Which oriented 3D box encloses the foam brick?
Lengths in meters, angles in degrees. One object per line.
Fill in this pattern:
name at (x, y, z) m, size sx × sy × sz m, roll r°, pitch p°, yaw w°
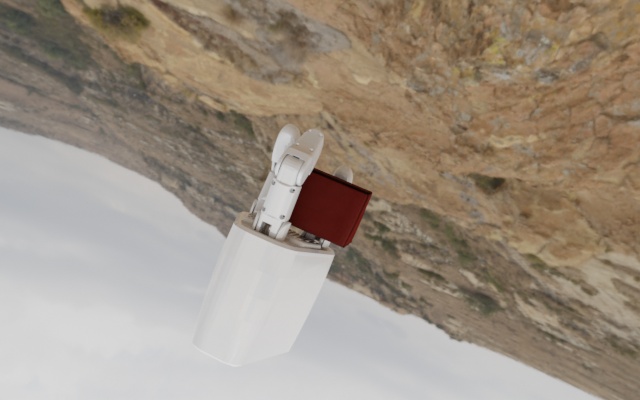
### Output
foam brick at (0.000, 0.001, 0.417) m, size 0.078 × 0.051 × 0.053 m, roll 23°, pitch 4°, yaw 9°
